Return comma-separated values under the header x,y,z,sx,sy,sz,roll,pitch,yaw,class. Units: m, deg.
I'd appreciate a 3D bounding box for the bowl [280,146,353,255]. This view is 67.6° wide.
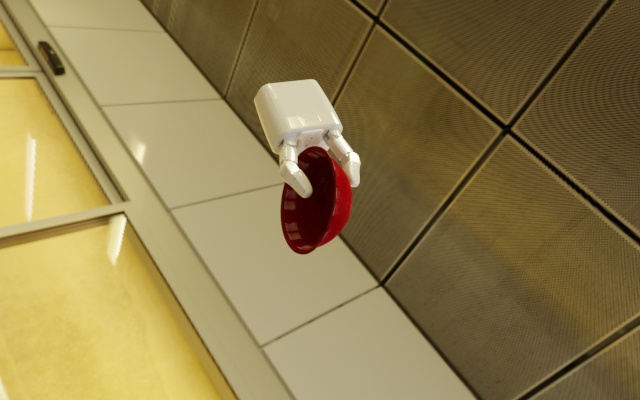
x,y,z,sx,sy,sz,roll,pitch,yaw,class
0.001,0.004,0.717,0.055,0.162,0.162,9,-5,-31,bowl
